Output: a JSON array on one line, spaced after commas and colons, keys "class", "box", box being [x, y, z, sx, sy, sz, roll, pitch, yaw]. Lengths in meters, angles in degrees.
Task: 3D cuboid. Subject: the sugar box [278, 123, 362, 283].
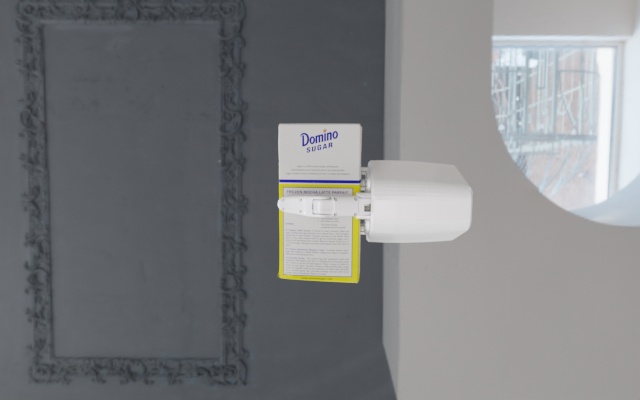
[{"class": "sugar box", "box": [0.000, 0.002, 0.545, 0.093, 0.176, 0.048, 2, 3, 6]}]
